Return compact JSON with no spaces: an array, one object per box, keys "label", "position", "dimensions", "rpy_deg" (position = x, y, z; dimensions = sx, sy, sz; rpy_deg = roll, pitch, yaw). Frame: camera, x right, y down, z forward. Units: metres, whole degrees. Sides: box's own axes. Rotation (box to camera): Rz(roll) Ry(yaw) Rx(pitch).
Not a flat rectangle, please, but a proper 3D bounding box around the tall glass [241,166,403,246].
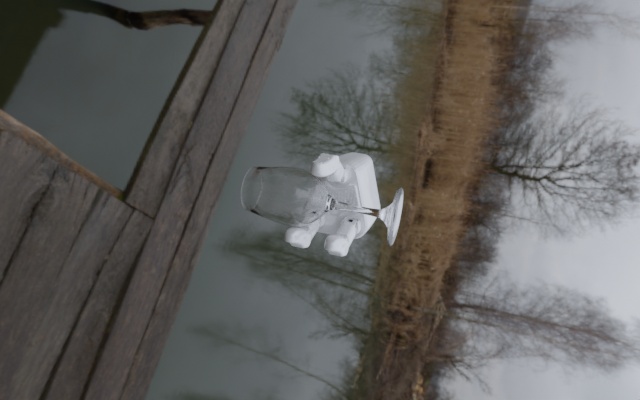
[{"label":"tall glass","position":[0.001,0.002,0.616],"dimensions":[0.201,0.079,0.079],"rpy_deg":[11,3,17]}]
